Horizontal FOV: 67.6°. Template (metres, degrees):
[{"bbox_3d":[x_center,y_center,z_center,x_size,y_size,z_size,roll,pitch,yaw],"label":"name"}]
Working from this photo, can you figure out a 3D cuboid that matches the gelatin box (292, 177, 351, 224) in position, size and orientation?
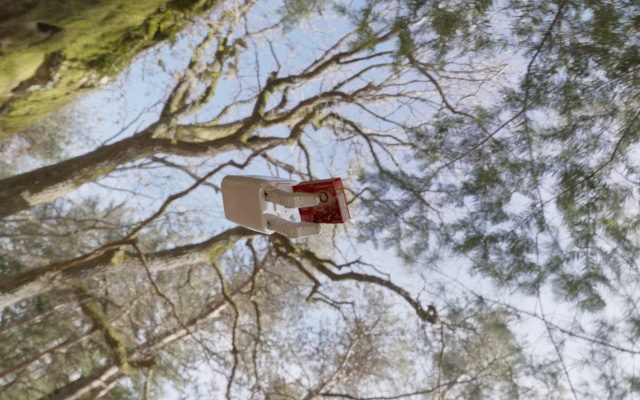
[{"bbox_3d":[0.001,0.002,0.804,0.089,0.073,0.030,-5,15,36],"label":"gelatin box"}]
